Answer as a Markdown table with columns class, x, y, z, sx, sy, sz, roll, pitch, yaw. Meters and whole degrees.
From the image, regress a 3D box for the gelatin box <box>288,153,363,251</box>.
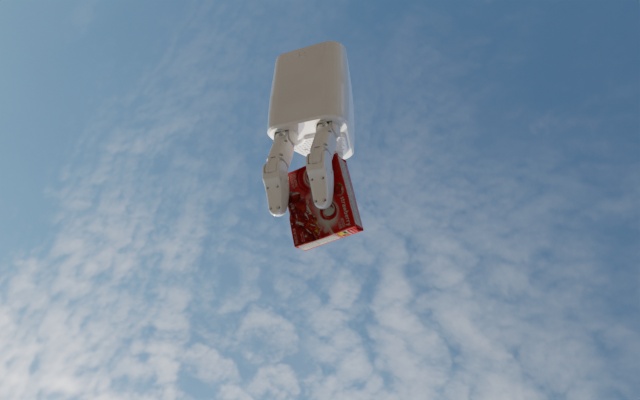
| class | x | y | z | sx | sy | sz | roll | pitch | yaw |
| --- | --- | --- | --- | --- | --- | --- | --- | --- | --- |
| gelatin box | 0.000 | 0.002 | 0.524 | 0.073 | 0.089 | 0.030 | -21 | -22 | 19 |
